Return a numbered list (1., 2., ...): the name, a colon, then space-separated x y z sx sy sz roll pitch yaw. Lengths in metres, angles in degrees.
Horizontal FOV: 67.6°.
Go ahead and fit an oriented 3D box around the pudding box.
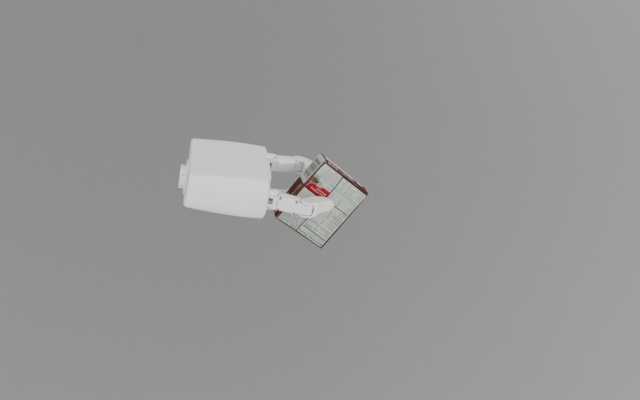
1. pudding box: 0.000 0.002 0.701 0.090 0.113 0.039 36 13 -24
